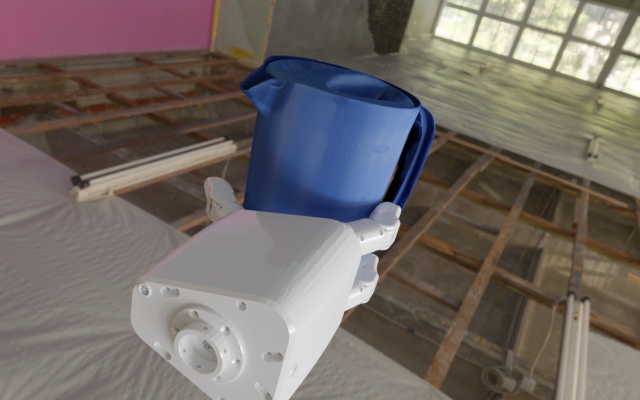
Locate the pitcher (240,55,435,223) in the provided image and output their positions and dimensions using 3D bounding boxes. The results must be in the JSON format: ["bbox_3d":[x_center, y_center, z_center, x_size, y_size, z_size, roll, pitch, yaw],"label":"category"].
[{"bbox_3d":[0.000,0.001,0.442,0.149,0.243,0.145,21,25,12],"label":"pitcher"}]
